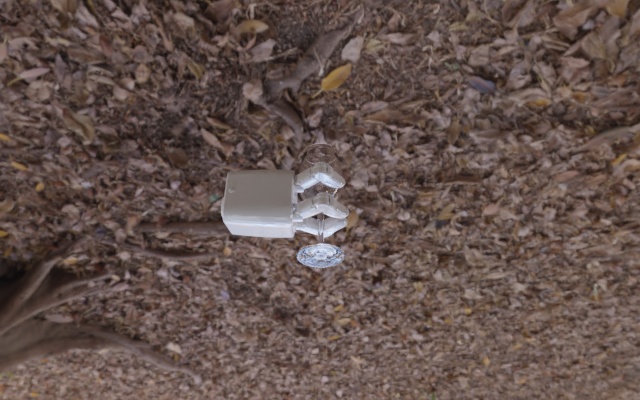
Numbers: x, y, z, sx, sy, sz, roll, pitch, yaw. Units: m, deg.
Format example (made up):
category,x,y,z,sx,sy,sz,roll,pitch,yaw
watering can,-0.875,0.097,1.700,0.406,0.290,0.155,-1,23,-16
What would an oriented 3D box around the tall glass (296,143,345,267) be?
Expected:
category,x,y,z,sx,sy,sz,roll,pitch,yaw
tall glass,0.000,0.003,0.778,0.079,0.201,0.079,0,-34,0
